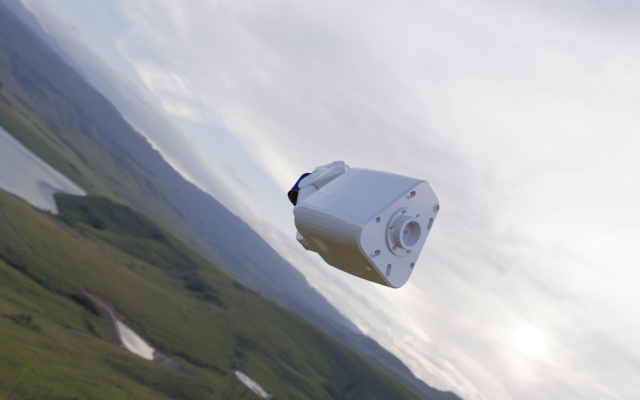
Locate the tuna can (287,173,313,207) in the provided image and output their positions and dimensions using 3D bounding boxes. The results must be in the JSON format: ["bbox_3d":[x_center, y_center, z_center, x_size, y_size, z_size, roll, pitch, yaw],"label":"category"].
[{"bbox_3d":[0.000,0.002,0.633,0.086,0.033,0.086,32,-19,12],"label":"tuna can"}]
